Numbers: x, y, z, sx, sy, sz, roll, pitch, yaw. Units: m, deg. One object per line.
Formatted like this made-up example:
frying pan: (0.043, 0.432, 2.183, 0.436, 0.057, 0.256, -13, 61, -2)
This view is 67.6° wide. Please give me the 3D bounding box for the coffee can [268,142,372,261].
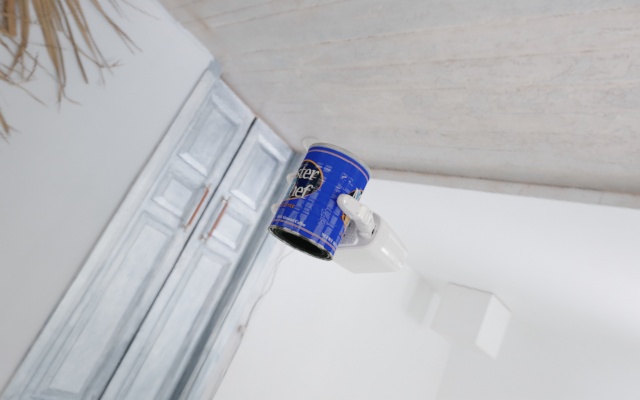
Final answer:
coffee can: (0.000, 0.002, 0.692, 0.103, 0.140, 0.103, 24, -17, 8)
